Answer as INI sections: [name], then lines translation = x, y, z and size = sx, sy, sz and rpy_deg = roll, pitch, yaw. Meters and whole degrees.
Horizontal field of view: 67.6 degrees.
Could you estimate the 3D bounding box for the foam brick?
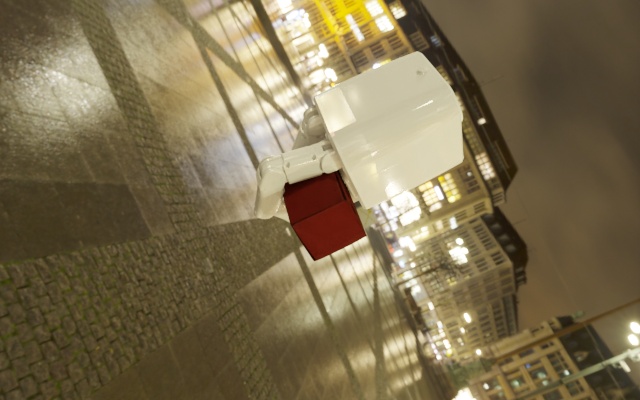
[foam brick]
translation = 0.000, 0.002, 0.418
size = 0.051, 0.078, 0.053
rpy_deg = -24, -47, 6
